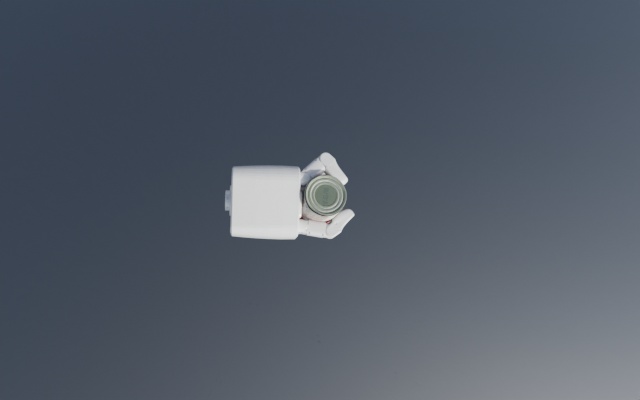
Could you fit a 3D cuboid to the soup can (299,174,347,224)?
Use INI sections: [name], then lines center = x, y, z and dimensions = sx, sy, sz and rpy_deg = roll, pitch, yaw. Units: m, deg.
[soup can]
center = 0.001, 0.003, 0.778
dimensions = 0.068, 0.068, 0.102
rpy_deg = 0, -13, -10
